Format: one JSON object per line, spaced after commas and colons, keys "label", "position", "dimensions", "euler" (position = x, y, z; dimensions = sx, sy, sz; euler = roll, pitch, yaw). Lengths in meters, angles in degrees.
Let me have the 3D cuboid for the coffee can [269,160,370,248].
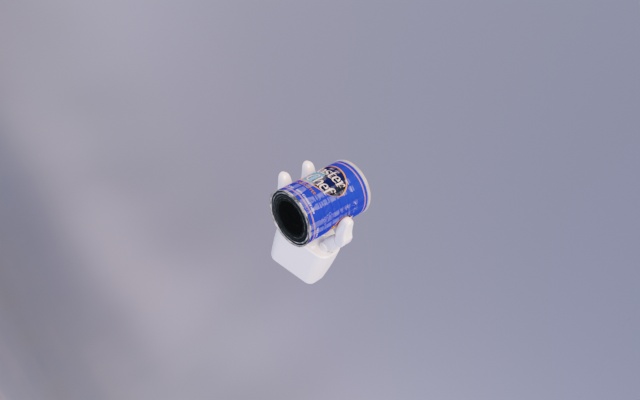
{"label": "coffee can", "position": [0.000, 0.003, 0.805], "dimensions": [0.140, 0.103, 0.103], "euler": [-28, 16, -34]}
